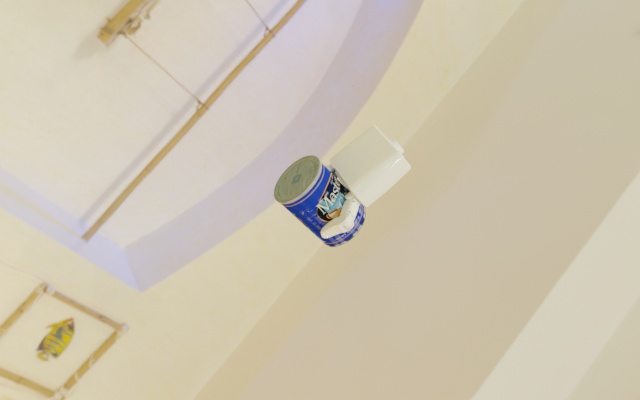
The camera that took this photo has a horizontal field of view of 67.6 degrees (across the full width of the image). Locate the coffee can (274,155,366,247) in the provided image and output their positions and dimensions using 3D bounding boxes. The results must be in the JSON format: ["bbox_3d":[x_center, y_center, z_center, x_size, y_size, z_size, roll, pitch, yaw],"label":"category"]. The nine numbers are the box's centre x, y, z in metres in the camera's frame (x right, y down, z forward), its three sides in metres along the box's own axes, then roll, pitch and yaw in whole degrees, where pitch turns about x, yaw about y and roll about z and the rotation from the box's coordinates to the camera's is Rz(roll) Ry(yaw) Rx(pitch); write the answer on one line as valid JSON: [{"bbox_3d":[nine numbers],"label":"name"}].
[{"bbox_3d":[0.000,0.003,0.855,0.103,0.102,0.140,0,-36,48],"label":"coffee can"}]
